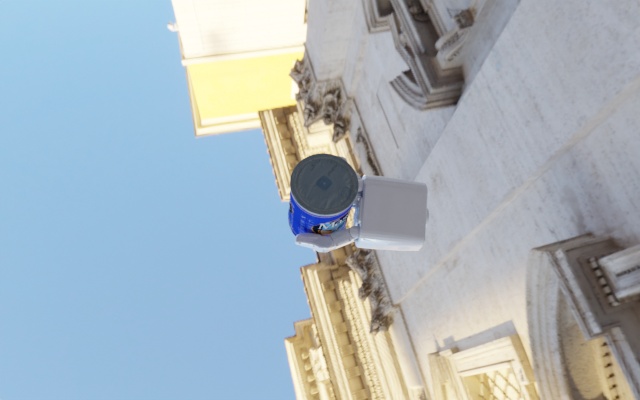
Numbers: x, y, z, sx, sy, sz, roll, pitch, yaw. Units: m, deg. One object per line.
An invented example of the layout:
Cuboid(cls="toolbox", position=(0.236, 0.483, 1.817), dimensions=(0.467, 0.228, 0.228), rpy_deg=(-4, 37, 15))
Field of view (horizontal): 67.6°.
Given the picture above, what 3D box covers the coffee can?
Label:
Cuboid(cls="coffee can", position=(0.000, 0.003, 0.770), dimensions=(0.103, 0.102, 0.140), rpy_deg=(0, -24, -5))
